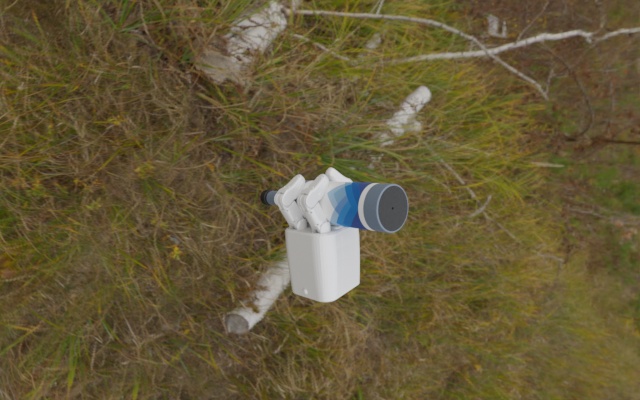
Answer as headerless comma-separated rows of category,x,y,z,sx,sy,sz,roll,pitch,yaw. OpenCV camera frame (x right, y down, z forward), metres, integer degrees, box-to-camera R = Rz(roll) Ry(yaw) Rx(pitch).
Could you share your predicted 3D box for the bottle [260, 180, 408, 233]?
bottle,0.000,0.002,0.751,0.069,0.069,0.295,0,3,-42
